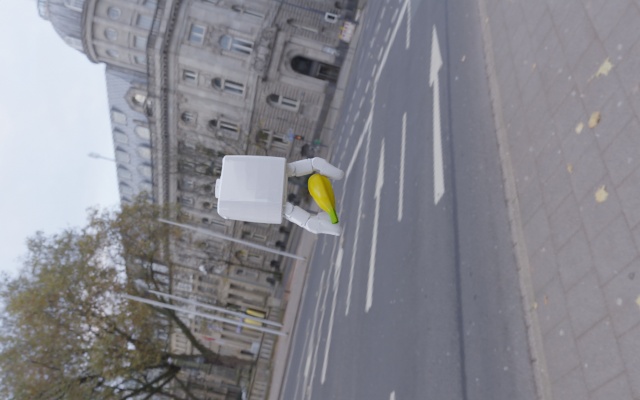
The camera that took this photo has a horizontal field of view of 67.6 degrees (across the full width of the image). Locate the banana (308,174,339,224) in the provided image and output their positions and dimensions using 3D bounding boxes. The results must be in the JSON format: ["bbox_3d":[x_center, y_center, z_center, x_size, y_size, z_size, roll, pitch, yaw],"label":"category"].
[{"bbox_3d":[-0.001,-0.014,0.846,0.037,0.070,0.197,-7,14,-5],"label":"banana"}]
